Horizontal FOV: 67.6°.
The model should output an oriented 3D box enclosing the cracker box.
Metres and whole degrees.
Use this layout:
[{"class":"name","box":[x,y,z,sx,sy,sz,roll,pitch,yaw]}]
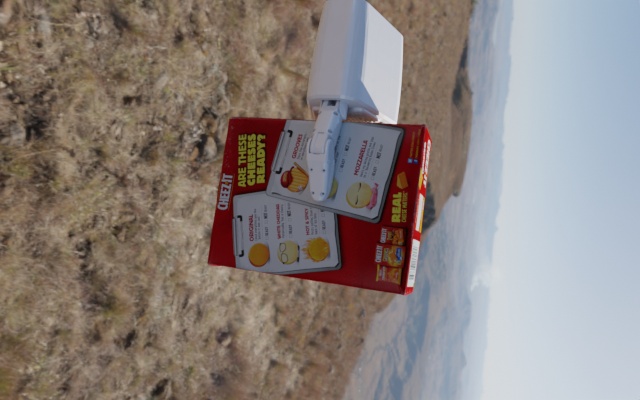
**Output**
[{"class":"cracker box","box":[0.000,0.002,0.506,0.213,0.164,0.072,5,-6,20]}]
